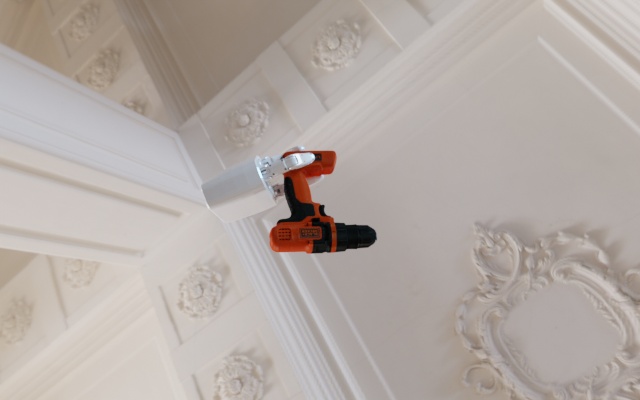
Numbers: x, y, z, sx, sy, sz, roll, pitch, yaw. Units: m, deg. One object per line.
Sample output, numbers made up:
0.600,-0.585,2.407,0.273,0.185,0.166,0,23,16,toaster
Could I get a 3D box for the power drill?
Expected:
0.000,0.002,0.842,0.184,0.187,0.057,-1,-28,-9,power drill
